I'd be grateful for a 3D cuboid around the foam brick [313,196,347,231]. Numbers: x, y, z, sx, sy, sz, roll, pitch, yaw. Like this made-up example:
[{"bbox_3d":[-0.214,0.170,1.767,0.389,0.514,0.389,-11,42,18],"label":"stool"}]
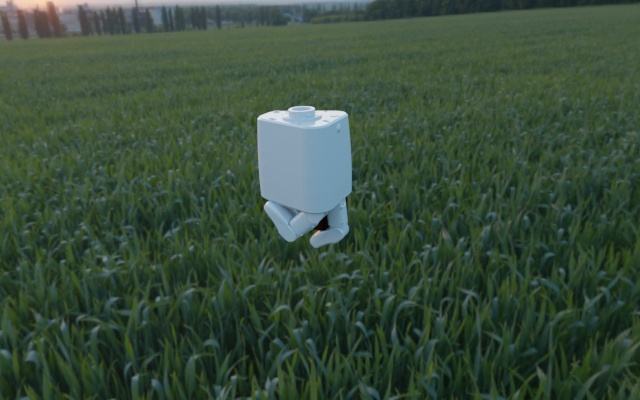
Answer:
[{"bbox_3d":[0.000,0.002,0.675,0.053,0.051,0.078,8,24,25],"label":"foam brick"}]
